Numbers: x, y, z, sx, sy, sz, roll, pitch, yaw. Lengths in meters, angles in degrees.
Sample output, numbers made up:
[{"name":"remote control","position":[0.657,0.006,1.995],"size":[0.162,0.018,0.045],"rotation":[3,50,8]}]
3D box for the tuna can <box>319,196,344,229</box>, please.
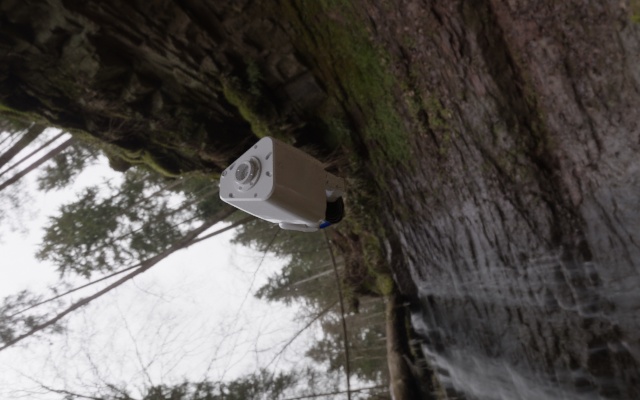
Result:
[{"name":"tuna can","position":[0.000,0.003,0.787],"size":[0.034,0.086,0.086],"rotation":[-24,-14,34]}]
